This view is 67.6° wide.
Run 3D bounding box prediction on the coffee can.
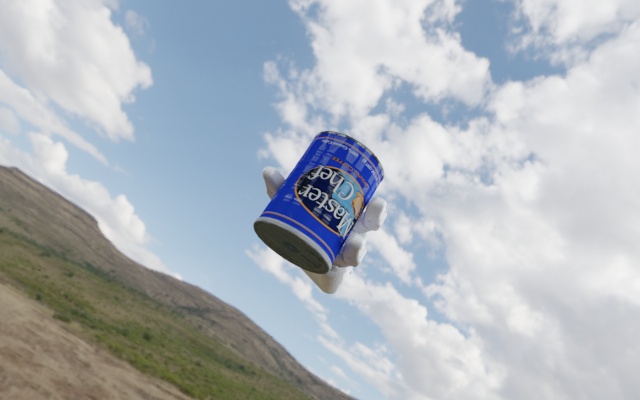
[{"bbox_3d":[0.000,0.002,0.575,0.103,0.140,0.103,27,-24,13],"label":"coffee can"}]
